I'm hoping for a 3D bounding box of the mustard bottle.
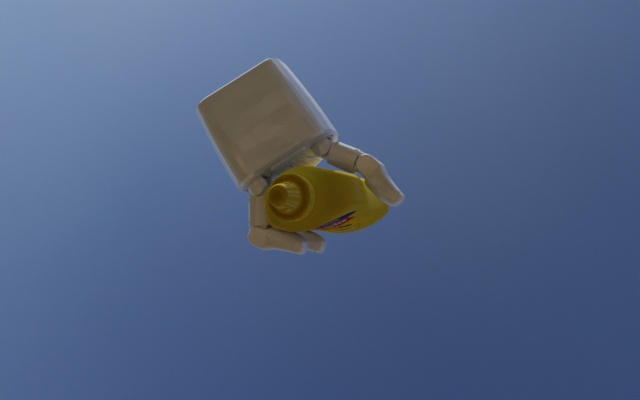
[{"bbox_3d":[0.000,0.002,0.469,0.096,0.058,0.191,-11,-8,20],"label":"mustard bottle"}]
